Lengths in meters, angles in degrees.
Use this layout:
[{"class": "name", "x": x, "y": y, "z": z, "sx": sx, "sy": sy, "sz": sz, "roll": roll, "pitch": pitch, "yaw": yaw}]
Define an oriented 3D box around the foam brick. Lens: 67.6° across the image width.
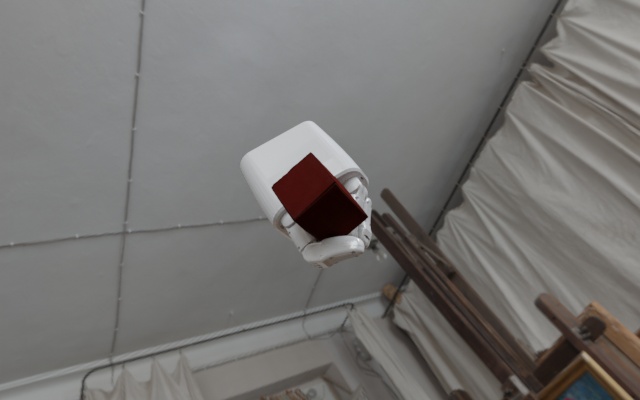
[{"class": "foam brick", "x": 0.000, "y": 0.001, "z": 0.464, "sx": 0.051, "sy": 0.053, "sz": 0.078, "roll": 53, "pitch": 6, "yaw": 38}]
